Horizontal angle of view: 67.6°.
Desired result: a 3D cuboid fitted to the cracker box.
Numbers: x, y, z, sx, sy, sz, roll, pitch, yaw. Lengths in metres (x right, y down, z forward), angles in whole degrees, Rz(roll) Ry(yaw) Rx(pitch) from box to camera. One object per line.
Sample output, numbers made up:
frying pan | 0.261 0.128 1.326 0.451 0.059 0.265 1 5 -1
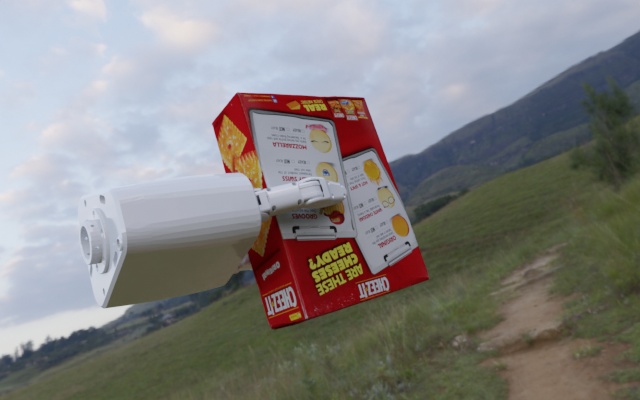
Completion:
cracker box | 0.000 0.001 0.483 0.164 0.213 0.072 -8 -16 -39
